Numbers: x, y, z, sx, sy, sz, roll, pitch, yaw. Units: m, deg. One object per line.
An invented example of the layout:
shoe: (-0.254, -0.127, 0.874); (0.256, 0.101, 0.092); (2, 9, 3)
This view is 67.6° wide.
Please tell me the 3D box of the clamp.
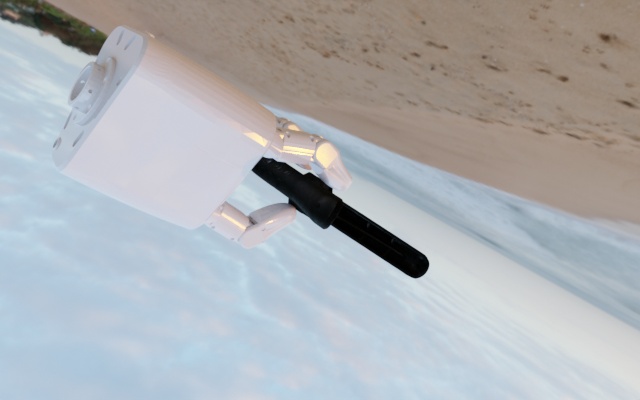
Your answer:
clamp: (-0.001, 0.002, 0.447); (0.165, 0.036, 0.210); (34, 1, -41)
